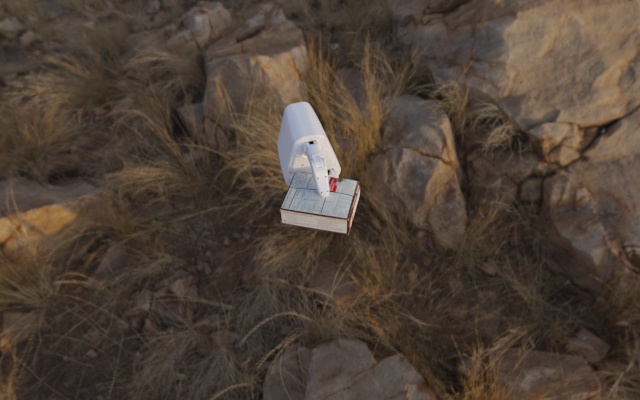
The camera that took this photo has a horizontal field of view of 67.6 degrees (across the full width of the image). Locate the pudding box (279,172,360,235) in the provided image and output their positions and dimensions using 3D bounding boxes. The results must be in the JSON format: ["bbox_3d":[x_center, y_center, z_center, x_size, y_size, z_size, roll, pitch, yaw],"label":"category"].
[{"bbox_3d":[0.000,0.002,0.761,0.113,0.090,0.039,8,-42,12],"label":"pudding box"}]
